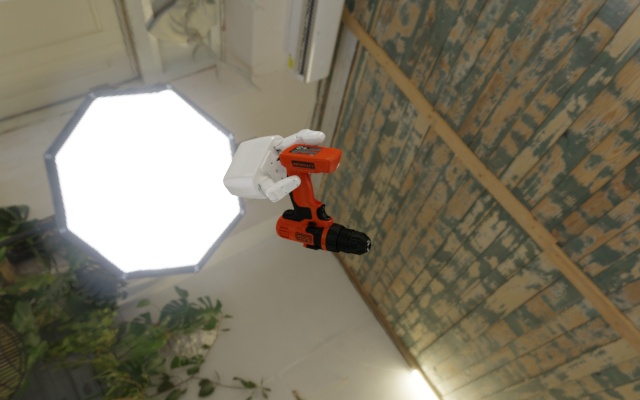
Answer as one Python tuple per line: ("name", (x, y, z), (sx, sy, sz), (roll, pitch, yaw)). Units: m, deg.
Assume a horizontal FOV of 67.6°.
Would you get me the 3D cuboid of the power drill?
("power drill", (0.000, 0.002, 0.826), (0.184, 0.188, 0.057), (10, 29, 24))
